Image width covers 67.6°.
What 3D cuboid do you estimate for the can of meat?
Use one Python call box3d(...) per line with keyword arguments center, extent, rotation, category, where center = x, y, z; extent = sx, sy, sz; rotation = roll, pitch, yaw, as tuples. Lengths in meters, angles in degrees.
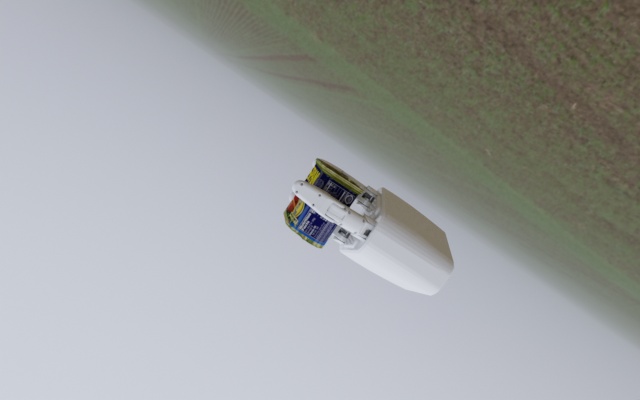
box3d(center=(0.000, 0.002, 0.578), extent=(0.057, 0.084, 0.102), rotation=(32, 6, -12), category="can of meat")
